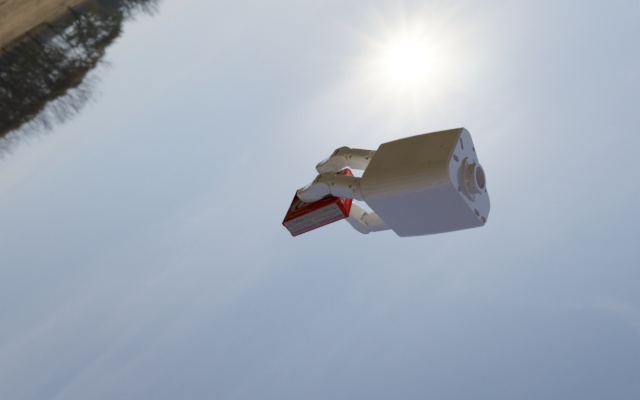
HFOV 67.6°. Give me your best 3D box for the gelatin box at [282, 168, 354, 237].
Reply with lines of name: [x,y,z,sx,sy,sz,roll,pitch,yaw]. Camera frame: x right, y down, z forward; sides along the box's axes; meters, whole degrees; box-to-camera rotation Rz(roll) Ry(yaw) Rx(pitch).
gelatin box: [0.000,0.002,0.617,0.089,0.030,0.073,-23,28,30]
